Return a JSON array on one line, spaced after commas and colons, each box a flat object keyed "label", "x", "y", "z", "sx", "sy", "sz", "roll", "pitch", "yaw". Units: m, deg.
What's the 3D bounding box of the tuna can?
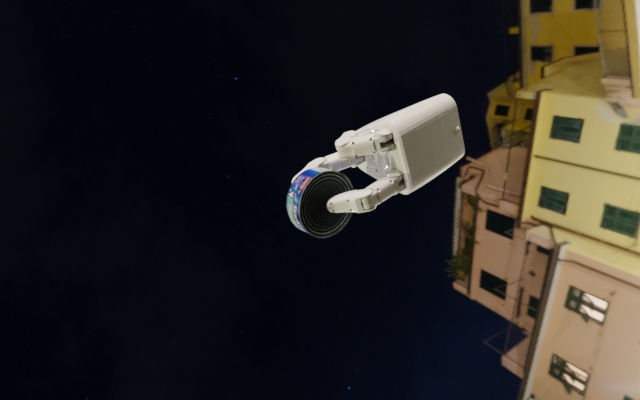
[{"label": "tuna can", "x": 0.000, "y": 0.002, "z": 0.599, "sx": 0.086, "sy": 0.086, "sz": 0.033, "roll": 0, "pitch": 12, "yaw": -37}]
